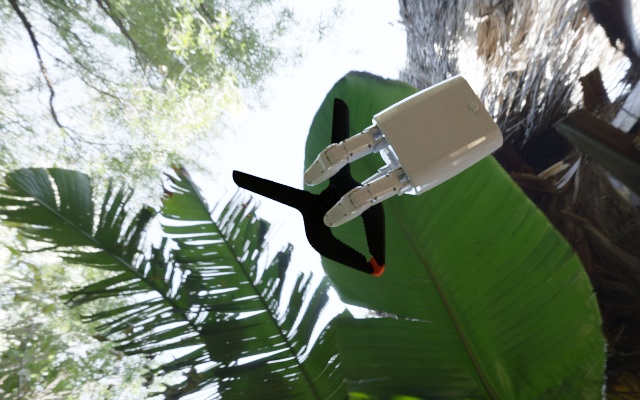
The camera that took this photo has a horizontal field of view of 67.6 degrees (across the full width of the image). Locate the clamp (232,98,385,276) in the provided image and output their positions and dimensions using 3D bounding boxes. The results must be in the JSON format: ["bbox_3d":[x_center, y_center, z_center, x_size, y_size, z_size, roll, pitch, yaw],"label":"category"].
[{"bbox_3d":[0.001,0.002,0.554,0.164,0.210,0.036,-29,-16,4],"label":"clamp"}]
